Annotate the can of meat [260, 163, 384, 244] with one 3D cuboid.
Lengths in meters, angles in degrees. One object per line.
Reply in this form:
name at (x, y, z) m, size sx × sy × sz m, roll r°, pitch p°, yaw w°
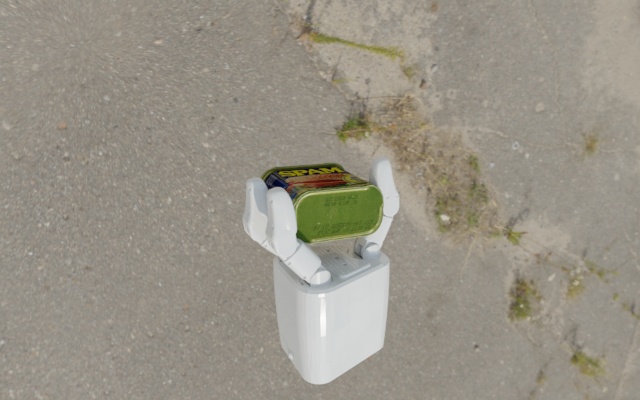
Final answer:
can of meat at (0.000, 0.002, 0.471) m, size 0.102 × 0.057 × 0.084 m, roll -6°, pitch 19°, yaw -25°
